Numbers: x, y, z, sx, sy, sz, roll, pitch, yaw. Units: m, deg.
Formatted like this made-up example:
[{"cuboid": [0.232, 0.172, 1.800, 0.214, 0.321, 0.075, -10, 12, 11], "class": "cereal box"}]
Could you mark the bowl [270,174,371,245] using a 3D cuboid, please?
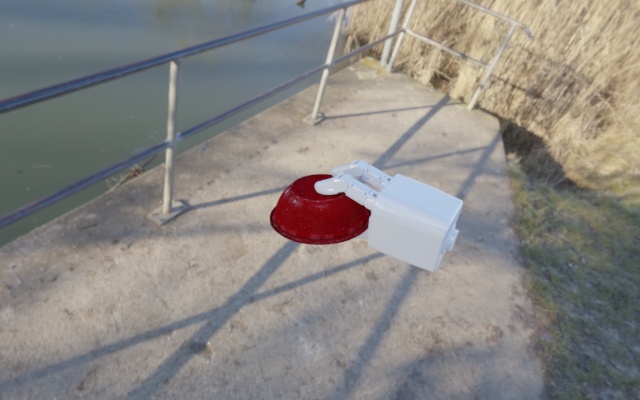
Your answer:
[{"cuboid": [-0.001, 0.002, 0.741, 0.162, 0.055, 0.162, -1, 29, 1], "class": "bowl"}]
